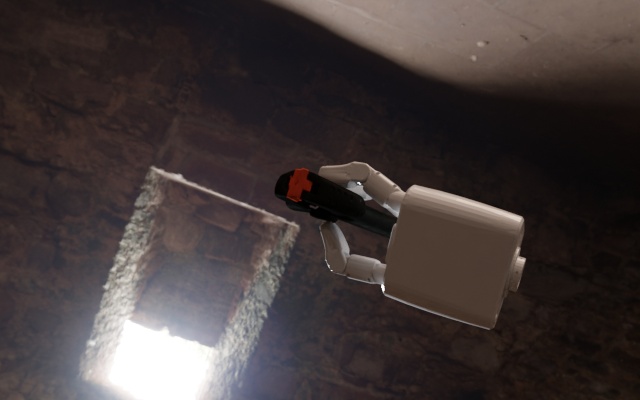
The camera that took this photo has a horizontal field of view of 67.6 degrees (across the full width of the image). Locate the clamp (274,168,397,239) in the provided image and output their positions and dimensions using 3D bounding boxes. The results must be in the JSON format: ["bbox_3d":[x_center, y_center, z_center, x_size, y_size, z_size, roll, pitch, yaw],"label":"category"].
[{"bbox_3d":[0.000,0.002,0.517,0.164,0.036,0.210,14,-6,25],"label":"clamp"}]
